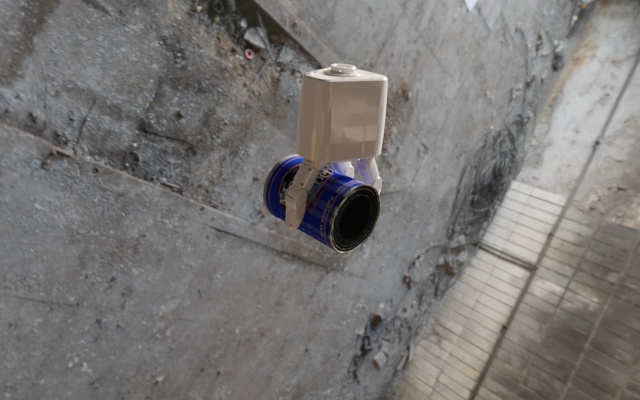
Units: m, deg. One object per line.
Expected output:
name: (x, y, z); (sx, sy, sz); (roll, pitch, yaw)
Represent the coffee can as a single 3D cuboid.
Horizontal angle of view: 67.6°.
coffee can: (0.000, 0.002, 0.690); (0.140, 0.103, 0.103); (26, 17, 39)
